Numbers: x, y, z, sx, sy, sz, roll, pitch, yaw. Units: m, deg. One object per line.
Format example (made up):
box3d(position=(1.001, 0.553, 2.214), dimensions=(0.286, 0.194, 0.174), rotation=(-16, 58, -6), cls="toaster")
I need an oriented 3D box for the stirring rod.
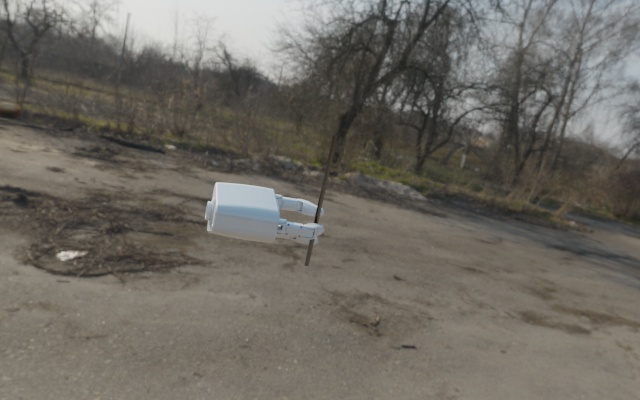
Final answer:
box3d(position=(0.000, 0.003, 0.849), dimensions=(0.011, 0.239, 0.011), rotation=(12, 10, -2), cls="stirring rod")
